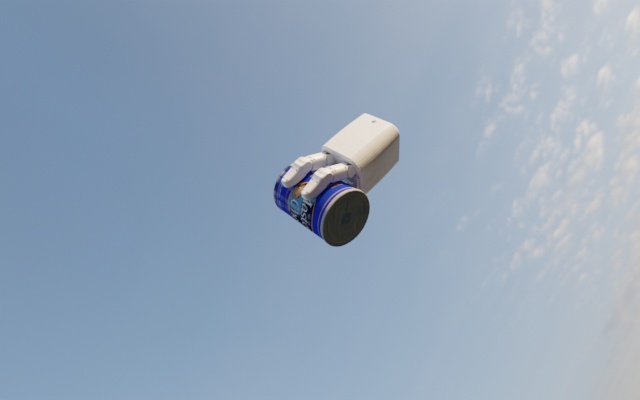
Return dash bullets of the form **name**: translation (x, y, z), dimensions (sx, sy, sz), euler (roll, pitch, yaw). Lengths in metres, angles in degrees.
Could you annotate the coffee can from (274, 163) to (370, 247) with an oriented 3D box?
- **coffee can**: translation (0.000, 0.003, 0.822), dimensions (0.103, 0.103, 0.140), euler (0, 23, -43)
